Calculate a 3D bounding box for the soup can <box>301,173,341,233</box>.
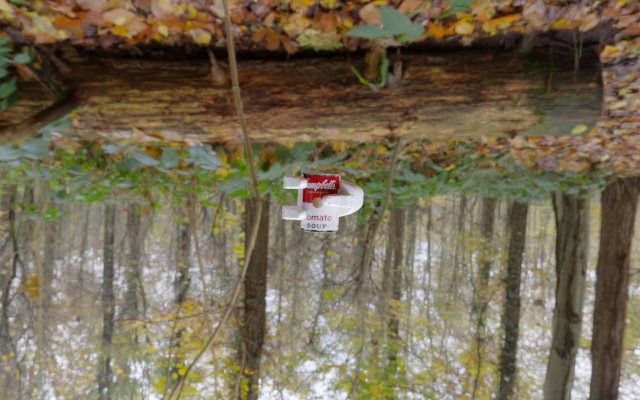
[{"bbox_3d":[0.000,0.003,0.848,0.068,0.102,0.068,3,3,0],"label":"soup can"}]
